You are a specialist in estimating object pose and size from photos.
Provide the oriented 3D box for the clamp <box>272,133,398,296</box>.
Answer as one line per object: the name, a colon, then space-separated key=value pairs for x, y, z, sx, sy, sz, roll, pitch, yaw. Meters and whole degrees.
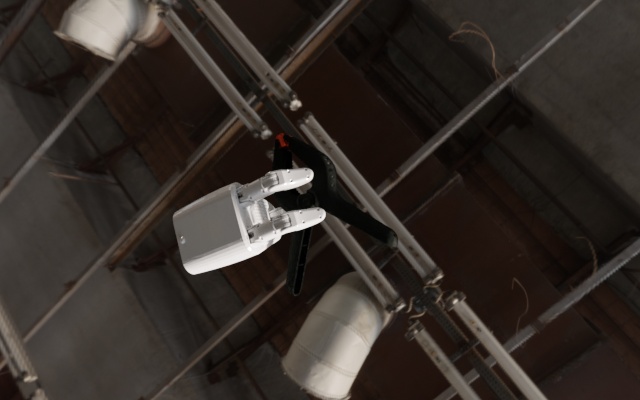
clamp: x=0.000 y=0.002 z=0.623 sx=0.164 sy=0.210 sz=0.036 roll=-22 pitch=-12 yaw=22
